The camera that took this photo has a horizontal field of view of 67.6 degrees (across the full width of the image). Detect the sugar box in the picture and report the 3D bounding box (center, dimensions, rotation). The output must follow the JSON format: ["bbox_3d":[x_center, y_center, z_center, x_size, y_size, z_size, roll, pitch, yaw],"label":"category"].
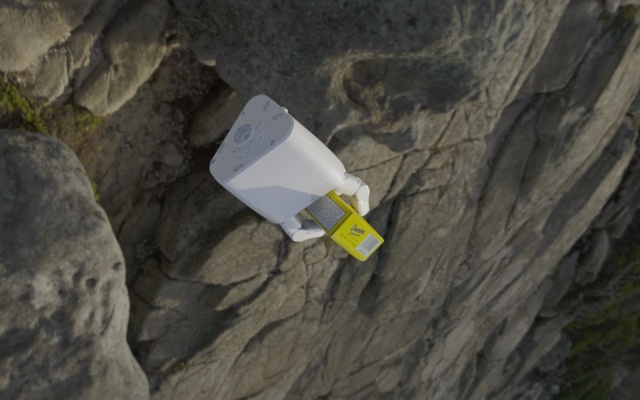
[{"bbox_3d":[0.000,0.002,0.642,0.176,0.048,0.093,47,4,41],"label":"sugar box"}]
